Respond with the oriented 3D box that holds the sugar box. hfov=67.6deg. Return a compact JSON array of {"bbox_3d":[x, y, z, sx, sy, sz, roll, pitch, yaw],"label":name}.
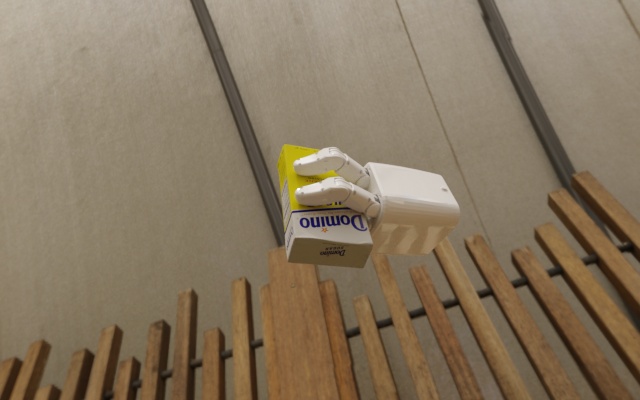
[{"bbox_3d":[0.000,0.001,0.587,0.093,0.048,0.176,6,37,-16],"label":"sugar box"}]
